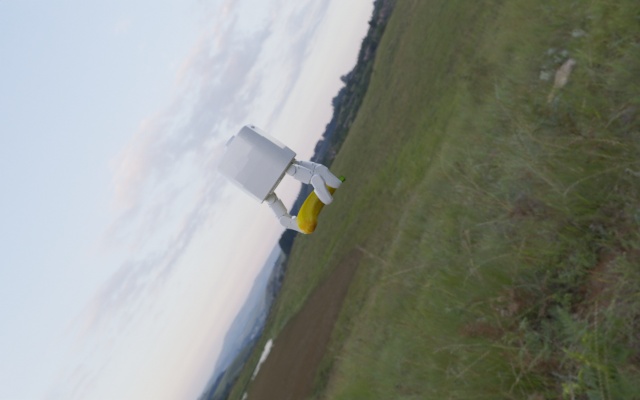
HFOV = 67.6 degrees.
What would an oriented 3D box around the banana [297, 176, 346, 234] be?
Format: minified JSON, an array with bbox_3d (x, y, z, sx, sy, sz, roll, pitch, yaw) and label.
[{"bbox_3d":[-0.010,0.012,0.890,0.070,0.037,0.197,-42,10,35],"label":"banana"}]
